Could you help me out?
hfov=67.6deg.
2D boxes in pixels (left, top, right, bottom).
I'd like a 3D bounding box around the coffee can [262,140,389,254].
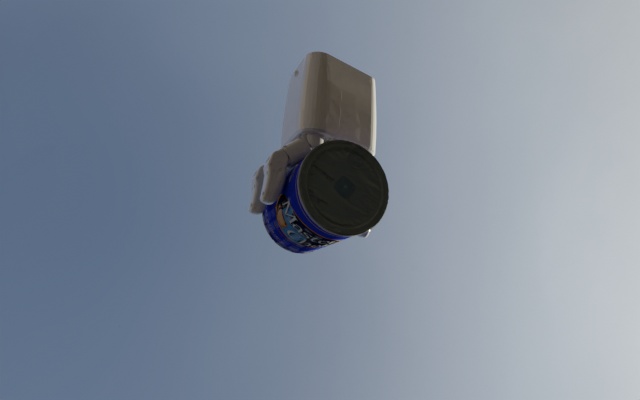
[{"bbox_3d":[0.000,0.002,0.553,0.103,0.102,0.140,0,-13,-23],"label":"coffee can"}]
